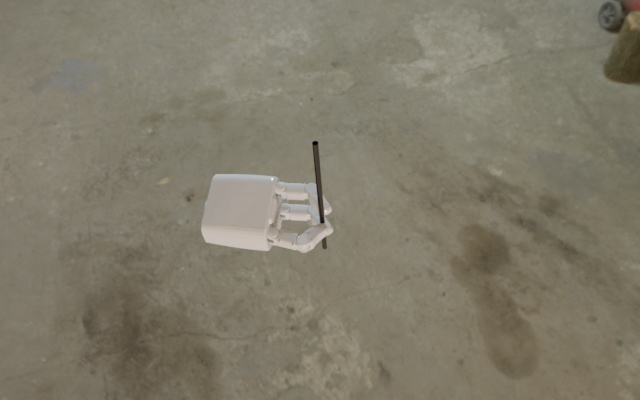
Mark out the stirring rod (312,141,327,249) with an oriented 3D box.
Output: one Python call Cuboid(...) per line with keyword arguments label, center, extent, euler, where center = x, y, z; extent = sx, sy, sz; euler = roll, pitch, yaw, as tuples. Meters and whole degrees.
Cuboid(label="stirring rod", center=(0.000, 0.002, 0.704), extent=(0.011, 0.011, 0.240), euler=(0, -39, 4))
